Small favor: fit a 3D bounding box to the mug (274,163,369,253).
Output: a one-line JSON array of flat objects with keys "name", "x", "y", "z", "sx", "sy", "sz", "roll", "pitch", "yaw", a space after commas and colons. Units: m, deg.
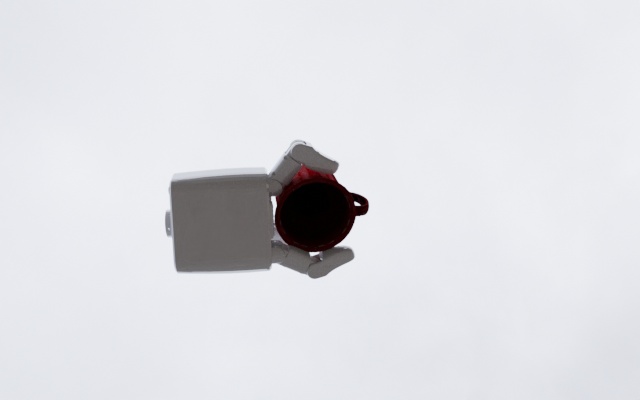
[{"name": "mug", "x": 0.001, "y": 0.002, "z": 0.573, "sx": 0.117, "sy": 0.093, "sz": 0.081, "roll": -2, "pitch": 23, "yaw": -10}]
